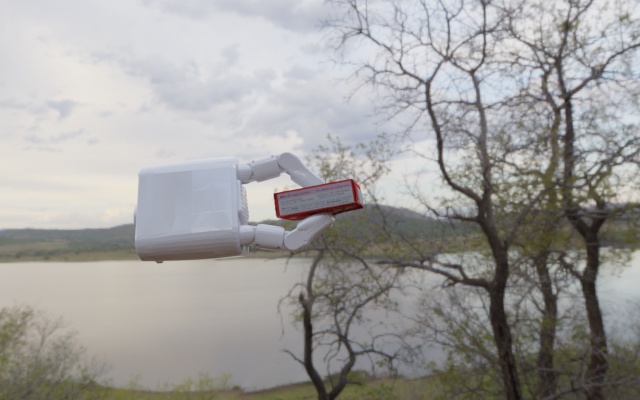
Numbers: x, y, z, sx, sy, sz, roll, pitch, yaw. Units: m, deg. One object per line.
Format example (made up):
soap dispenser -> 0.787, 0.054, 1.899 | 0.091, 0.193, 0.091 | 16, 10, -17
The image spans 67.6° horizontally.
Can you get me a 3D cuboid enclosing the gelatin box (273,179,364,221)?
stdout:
gelatin box -> 0.000, 0.001, 0.531 | 0.089, 0.030, 0.073 | -11, -7, 9
